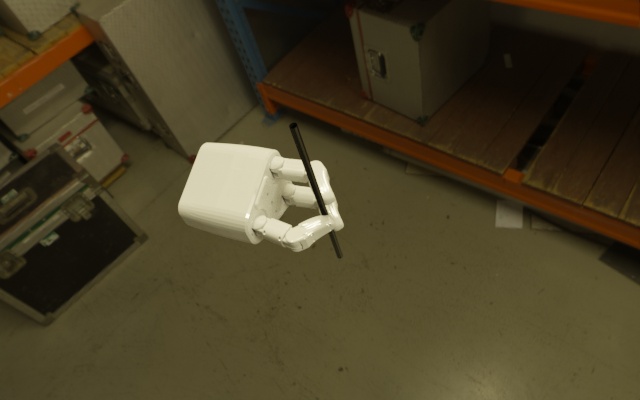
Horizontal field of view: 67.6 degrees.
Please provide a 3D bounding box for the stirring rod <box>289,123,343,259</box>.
[{"bbox_3d":[0.000,0.002,0.538,0.011,0.011,0.240,0,-36,15],"label":"stirring rod"}]
